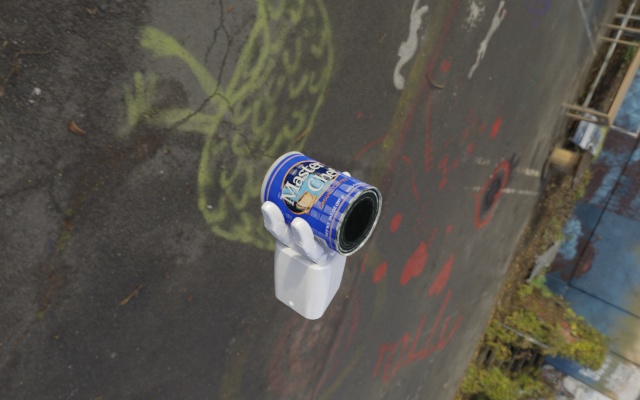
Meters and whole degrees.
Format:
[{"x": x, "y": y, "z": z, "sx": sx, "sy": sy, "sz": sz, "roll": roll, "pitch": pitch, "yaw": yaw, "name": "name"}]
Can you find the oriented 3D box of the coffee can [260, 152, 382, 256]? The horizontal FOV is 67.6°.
[{"x": 0.000, "y": 0.002, "z": 0.677, "sx": 0.140, "sy": 0.103, "sz": 0.103, "roll": 27, "pitch": 15, "yaw": 31, "name": "coffee can"}]
